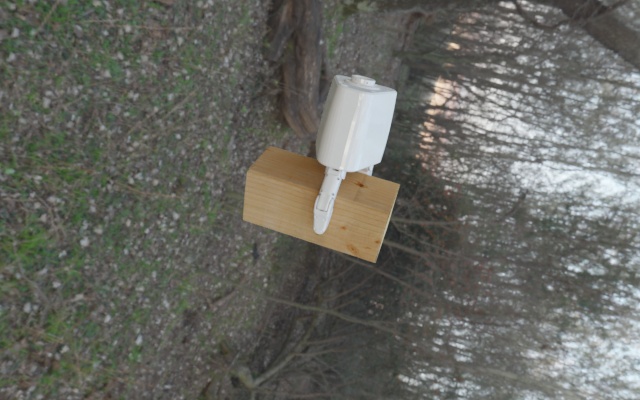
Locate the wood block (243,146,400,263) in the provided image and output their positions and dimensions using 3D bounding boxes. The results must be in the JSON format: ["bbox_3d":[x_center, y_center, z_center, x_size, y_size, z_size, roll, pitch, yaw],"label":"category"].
[{"bbox_3d":[0.000,0.002,0.704,0.206,0.090,0.090,17,34,9],"label":"wood block"}]
